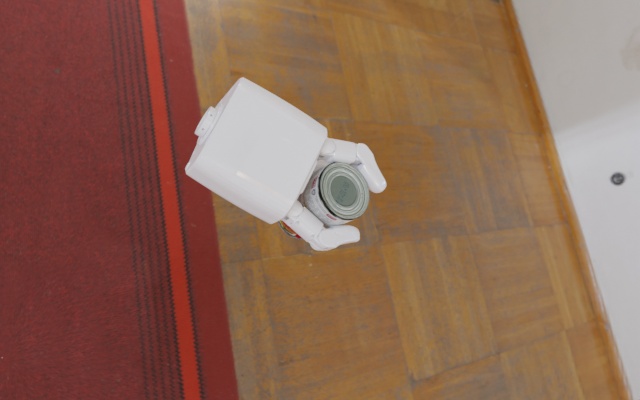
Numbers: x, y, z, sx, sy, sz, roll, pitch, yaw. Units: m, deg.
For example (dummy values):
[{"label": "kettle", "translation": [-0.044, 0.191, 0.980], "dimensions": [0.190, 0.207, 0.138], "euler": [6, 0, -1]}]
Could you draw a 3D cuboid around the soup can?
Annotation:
[{"label": "soup can", "translation": [0.001, 0.002, 0.554], "dimensions": [0.068, 0.068, 0.102], "euler": [0, -15, -34]}]
